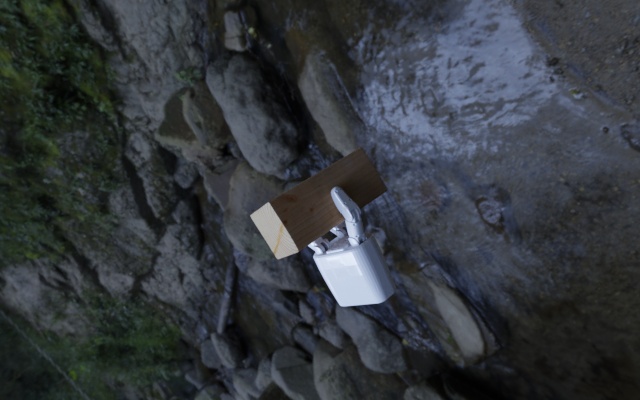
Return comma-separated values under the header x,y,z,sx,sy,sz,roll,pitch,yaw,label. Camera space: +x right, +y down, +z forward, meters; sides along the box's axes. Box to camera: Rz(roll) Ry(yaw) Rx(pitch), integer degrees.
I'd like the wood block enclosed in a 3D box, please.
x,y,z,sx,sy,sz,roll,pitch,yaw,label
0.000,0.003,0.806,0.206,0.090,0.091,-33,2,-31,wood block
